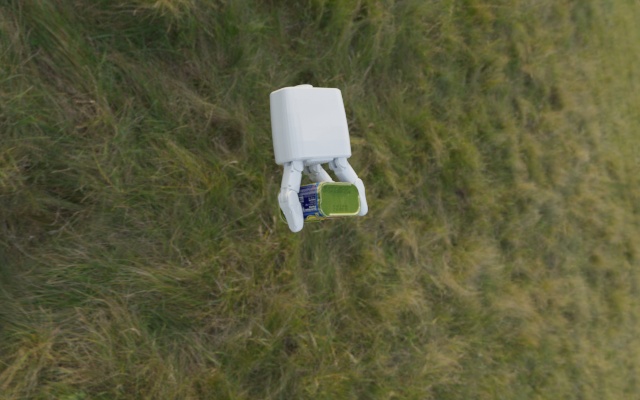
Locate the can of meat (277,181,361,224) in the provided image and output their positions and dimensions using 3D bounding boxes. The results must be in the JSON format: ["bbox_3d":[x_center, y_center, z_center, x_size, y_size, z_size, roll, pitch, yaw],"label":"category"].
[{"bbox_3d":[0.000,0.002,0.729,0.084,0.057,0.102,-9,-5,41],"label":"can of meat"}]
